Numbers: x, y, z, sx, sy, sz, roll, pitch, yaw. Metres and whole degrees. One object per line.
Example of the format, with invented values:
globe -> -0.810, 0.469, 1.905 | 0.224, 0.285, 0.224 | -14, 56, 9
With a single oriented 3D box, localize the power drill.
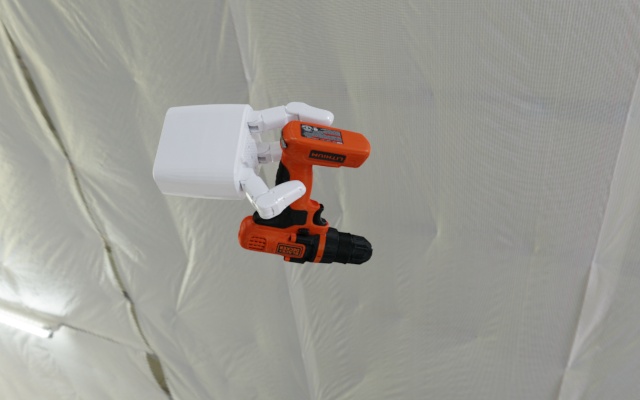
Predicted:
power drill -> 0.000, 0.002, 0.604 | 0.184, 0.188, 0.057 | 9, 32, -14
